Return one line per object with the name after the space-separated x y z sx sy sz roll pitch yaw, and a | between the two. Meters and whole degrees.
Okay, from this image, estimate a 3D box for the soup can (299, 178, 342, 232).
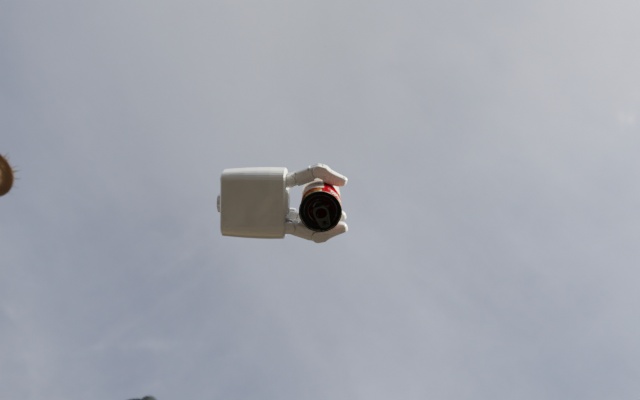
0.001 0.002 0.789 0.068 0.068 0.102 0 18 0 | soup can
